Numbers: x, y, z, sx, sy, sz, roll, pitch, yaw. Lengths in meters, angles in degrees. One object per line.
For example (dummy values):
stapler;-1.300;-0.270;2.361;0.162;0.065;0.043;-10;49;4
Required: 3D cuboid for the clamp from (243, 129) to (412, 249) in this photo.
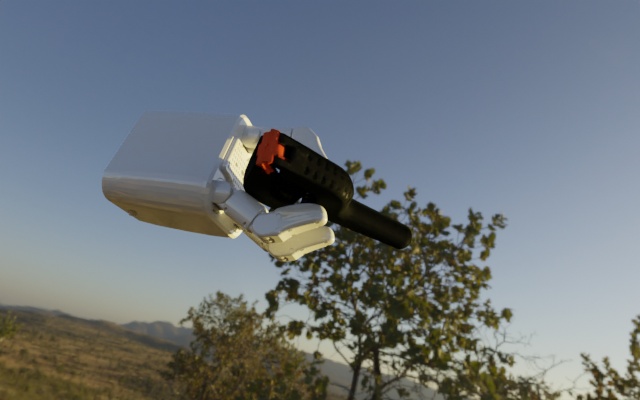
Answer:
clamp;0.000;0.000;0.431;0.164;0.036;0.210;5;-21;12
